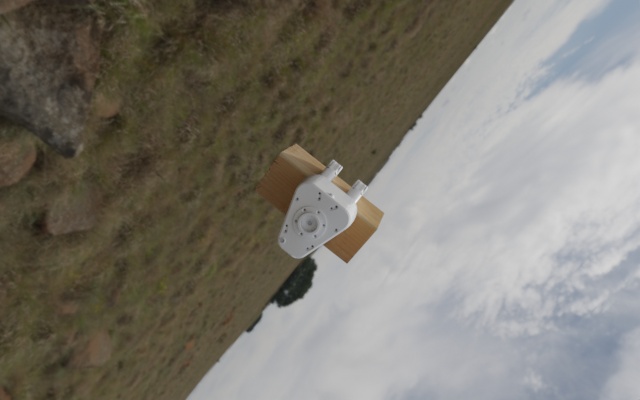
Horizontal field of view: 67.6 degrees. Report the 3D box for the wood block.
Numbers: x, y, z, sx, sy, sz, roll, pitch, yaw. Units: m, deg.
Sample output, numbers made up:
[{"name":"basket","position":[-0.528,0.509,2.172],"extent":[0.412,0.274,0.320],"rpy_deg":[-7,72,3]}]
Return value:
[{"name":"wood block","position":[0.000,0.003,0.849],"extent":[0.206,0.091,0.090],"rpy_deg":[39,23,1]}]
